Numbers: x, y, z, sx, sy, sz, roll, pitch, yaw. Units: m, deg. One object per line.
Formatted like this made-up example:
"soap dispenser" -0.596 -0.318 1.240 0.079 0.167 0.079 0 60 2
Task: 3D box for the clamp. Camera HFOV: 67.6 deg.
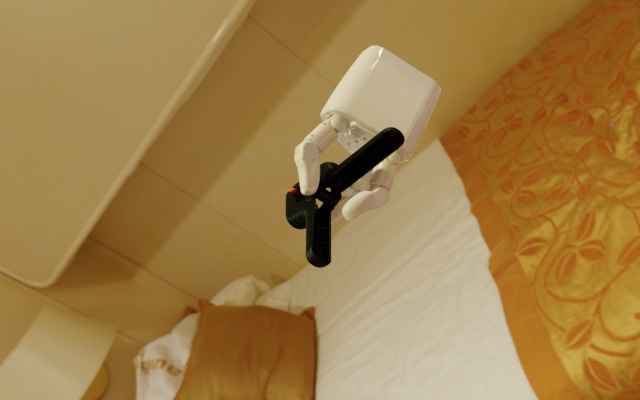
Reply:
"clamp" -0.001 0.001 0.556 0.036 0.164 0.210 37 -19 -18
